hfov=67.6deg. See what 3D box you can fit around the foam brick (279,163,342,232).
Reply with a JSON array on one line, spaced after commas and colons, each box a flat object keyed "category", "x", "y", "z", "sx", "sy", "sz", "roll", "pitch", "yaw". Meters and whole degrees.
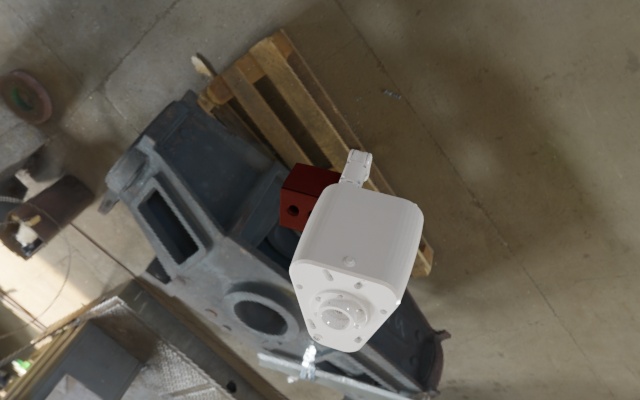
[{"category": "foam brick", "x": 0.000, "y": 0.002, "z": 0.507, "sx": 0.078, "sy": 0.053, "sz": 0.051, "roll": 14, "pitch": 40, "yaw": 11}]
